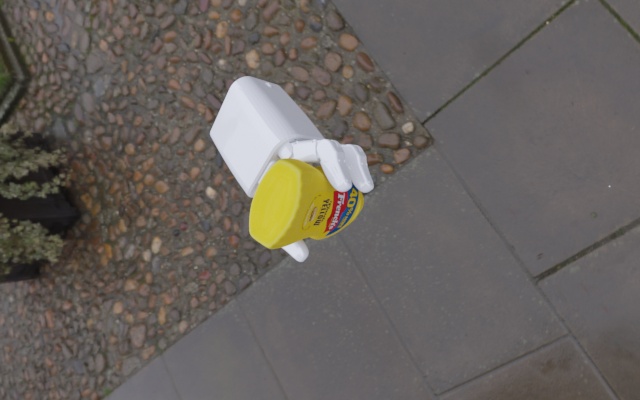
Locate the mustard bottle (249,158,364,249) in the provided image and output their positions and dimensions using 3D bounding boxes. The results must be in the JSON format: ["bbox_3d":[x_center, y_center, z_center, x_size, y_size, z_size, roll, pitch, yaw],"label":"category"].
[{"bbox_3d":[0.000,0.002,0.572,0.058,0.096,0.191,29,16,27],"label":"mustard bottle"}]
